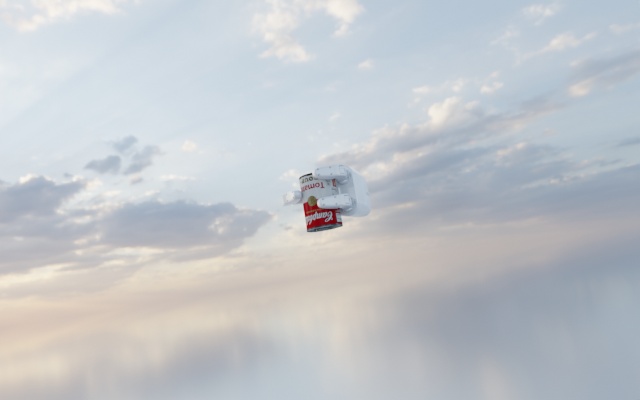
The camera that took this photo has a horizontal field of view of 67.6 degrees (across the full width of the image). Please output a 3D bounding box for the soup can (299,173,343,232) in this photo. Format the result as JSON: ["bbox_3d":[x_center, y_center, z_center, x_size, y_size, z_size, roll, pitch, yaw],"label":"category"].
[{"bbox_3d":[0.000,0.003,0.883,0.068,0.102,0.068,-9,-9,-1],"label":"soup can"}]
